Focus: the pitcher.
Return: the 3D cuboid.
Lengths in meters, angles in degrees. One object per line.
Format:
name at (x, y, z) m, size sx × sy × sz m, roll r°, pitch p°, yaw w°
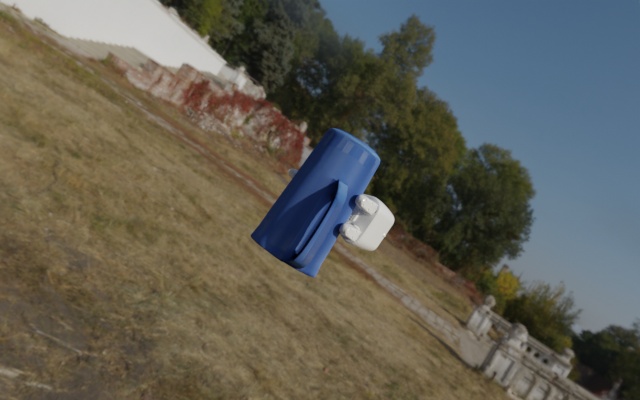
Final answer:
pitcher at (0.000, 0.003, 0.820) m, size 0.149 × 0.243 × 0.145 m, roll 33°, pitch 0°, yaw 29°
